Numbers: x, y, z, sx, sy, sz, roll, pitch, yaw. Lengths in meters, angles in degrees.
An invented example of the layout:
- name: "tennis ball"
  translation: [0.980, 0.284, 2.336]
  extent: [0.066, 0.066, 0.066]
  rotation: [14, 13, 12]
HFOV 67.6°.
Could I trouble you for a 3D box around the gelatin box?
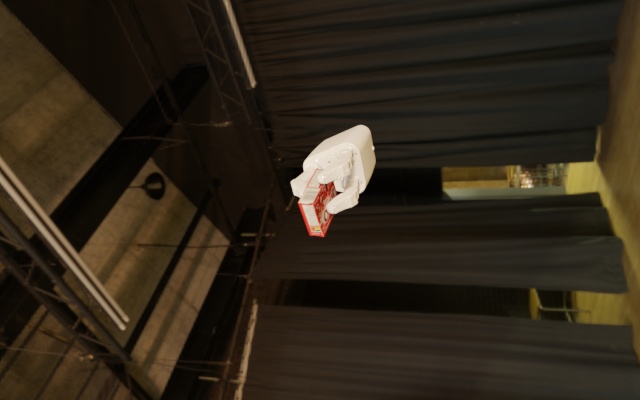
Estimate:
- name: "gelatin box"
  translation: [0.000, 0.003, 0.781]
  extent: [0.030, 0.073, 0.089]
  rotation: [3, 42, 23]
